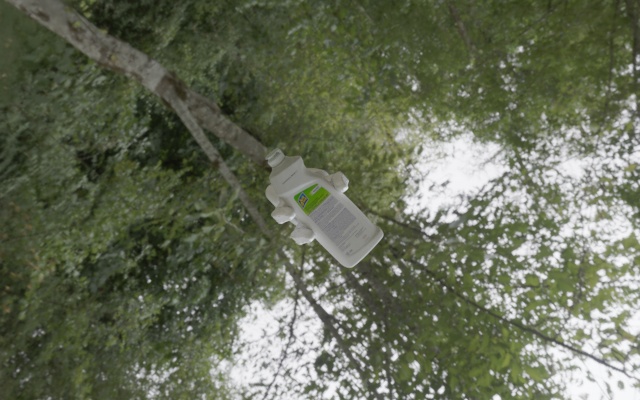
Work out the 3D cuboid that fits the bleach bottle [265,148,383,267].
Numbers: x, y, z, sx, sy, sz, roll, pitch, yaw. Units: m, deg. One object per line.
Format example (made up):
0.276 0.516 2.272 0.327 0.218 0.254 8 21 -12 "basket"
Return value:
0.000 0.003 0.859 0.102 0.251 0.068 -45 20 -10 "bleach bottle"
